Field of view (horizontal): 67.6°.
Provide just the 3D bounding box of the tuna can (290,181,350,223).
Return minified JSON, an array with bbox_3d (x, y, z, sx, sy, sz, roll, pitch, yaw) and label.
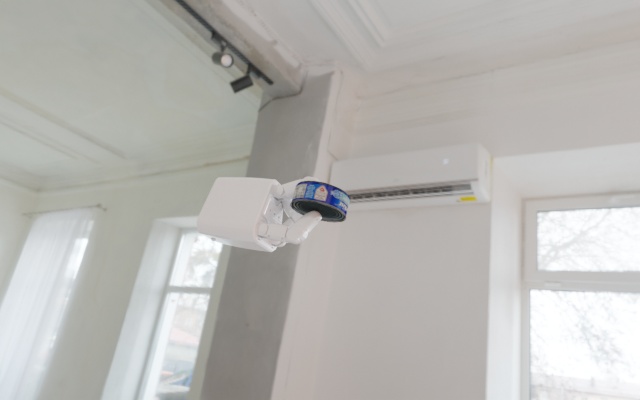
[{"bbox_3d":[0.000,0.002,0.714,0.086,0.033,0.086,13,-18,4],"label":"tuna can"}]
